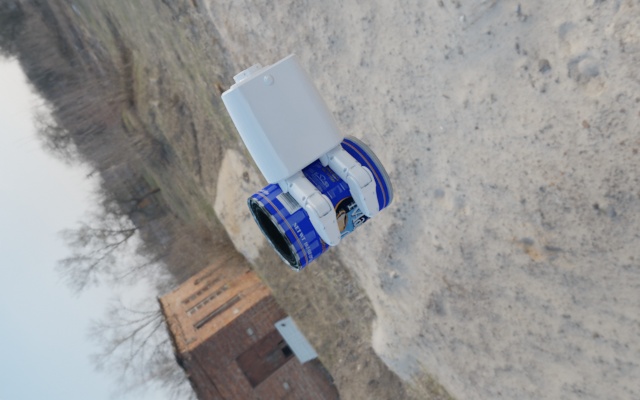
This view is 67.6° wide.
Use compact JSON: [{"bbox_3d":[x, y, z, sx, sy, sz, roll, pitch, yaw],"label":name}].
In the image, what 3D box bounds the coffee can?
[{"bbox_3d":[0.000,0.002,0.564,0.140,0.103,0.103,-35,11,-17],"label":"coffee can"}]
